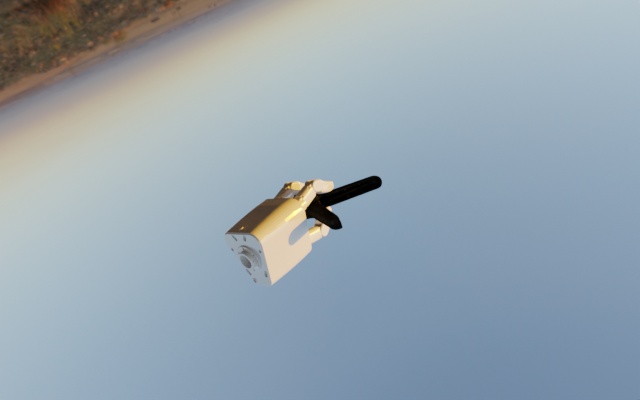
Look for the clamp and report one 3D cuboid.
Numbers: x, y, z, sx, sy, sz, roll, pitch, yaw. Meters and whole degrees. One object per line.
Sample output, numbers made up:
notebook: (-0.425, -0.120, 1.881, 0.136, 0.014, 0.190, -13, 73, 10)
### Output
clamp: (0.000, 0.004, 0.862, 0.210, 0.036, 0.164, -2, 26, 43)
